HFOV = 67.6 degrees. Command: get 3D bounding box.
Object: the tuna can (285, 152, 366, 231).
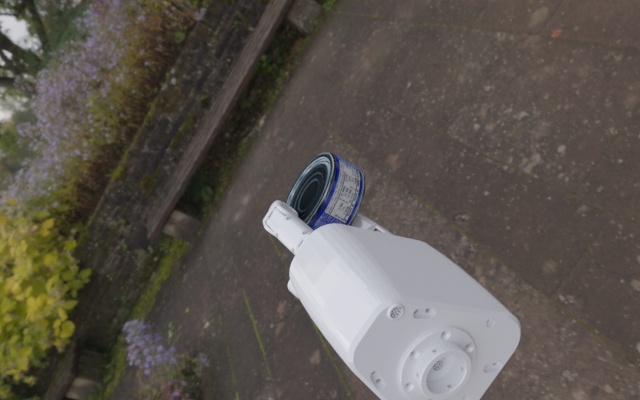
[{"bbox_3d":[0.000,0.001,0.422,0.034,0.086,0.086,28,-12,-22],"label":"tuna can"}]
